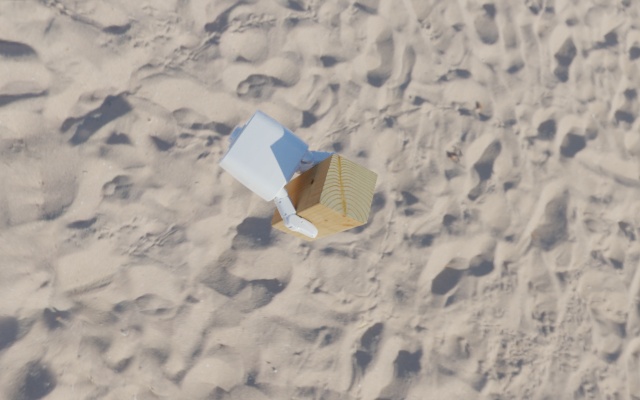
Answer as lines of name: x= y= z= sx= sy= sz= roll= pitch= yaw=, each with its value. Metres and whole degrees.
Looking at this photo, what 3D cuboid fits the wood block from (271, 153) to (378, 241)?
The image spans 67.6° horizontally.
wood block: x=0.000 y=0.003 z=0.837 sx=0.090 sy=0.090 sz=0.206 roll=24 pitch=-22 yaw=-20
